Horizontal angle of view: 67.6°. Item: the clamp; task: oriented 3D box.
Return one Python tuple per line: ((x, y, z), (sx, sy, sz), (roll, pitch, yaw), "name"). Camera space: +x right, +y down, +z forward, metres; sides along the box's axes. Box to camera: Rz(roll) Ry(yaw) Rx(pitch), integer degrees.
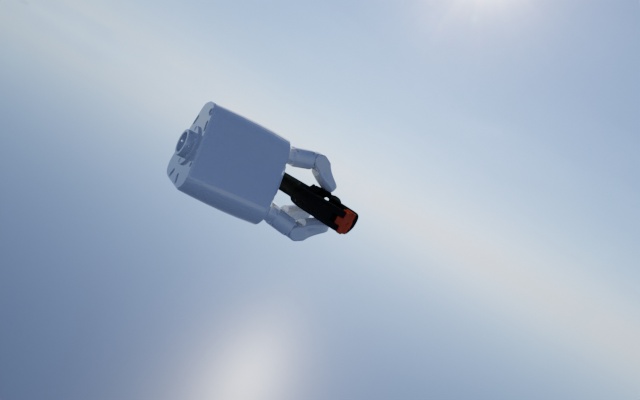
((0.001, 0.001, 0.642), (0.164, 0.036, 0.210), (24, 6, -33), "clamp")
